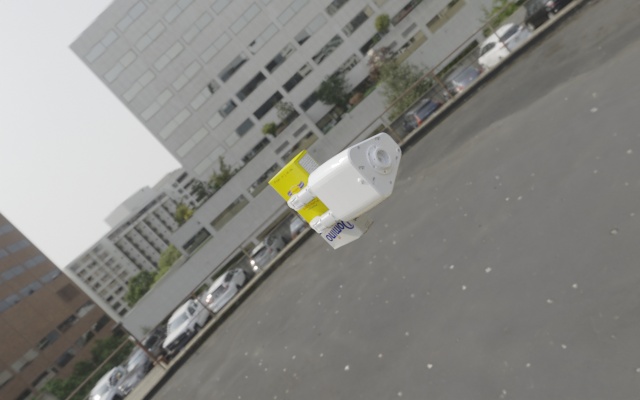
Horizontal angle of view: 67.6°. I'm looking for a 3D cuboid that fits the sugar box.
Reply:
[{"bbox_3d":[0.000,0.003,0.844,0.093,0.176,0.048,-34,12,49],"label":"sugar box"}]
